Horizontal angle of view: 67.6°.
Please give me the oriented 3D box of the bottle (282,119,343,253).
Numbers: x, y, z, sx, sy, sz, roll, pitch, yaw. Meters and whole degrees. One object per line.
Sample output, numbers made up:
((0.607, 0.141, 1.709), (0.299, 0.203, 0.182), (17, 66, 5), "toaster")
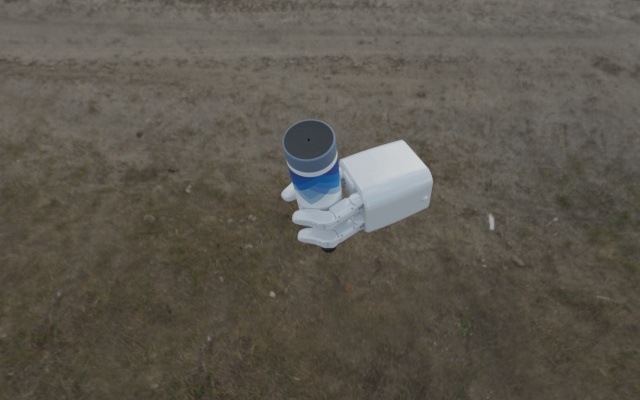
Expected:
((0.000, 0.002, 0.713), (0.069, 0.069, 0.296), (0, -32, 7), "bottle")
